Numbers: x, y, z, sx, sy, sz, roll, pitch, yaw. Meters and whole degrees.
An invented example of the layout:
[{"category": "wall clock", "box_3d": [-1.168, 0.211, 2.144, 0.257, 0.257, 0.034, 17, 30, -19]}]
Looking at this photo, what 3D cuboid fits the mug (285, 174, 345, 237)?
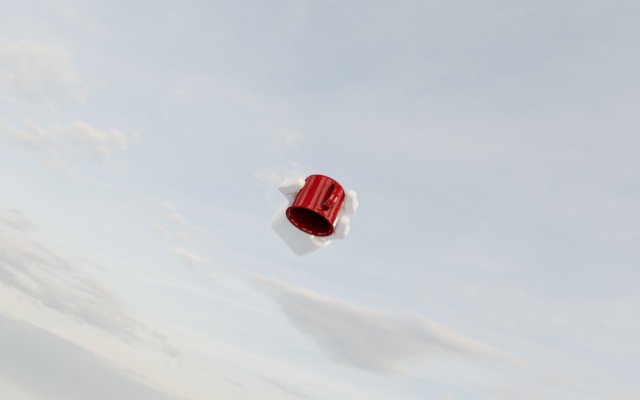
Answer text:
[{"category": "mug", "box_3d": [0.001, 0.002, 0.852, 0.093, 0.081, 0.117, 33, -31, -13]}]
